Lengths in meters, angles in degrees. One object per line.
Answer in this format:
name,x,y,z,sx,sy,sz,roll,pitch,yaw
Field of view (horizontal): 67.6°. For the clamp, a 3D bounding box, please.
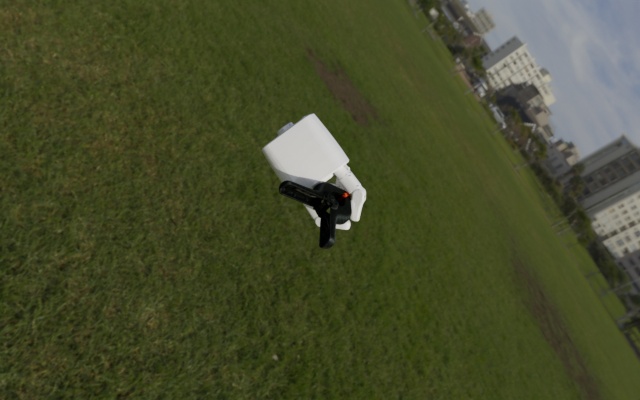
clamp,0.001,0.002,0.767,0.039,0.120,0.171,-34,3,23
